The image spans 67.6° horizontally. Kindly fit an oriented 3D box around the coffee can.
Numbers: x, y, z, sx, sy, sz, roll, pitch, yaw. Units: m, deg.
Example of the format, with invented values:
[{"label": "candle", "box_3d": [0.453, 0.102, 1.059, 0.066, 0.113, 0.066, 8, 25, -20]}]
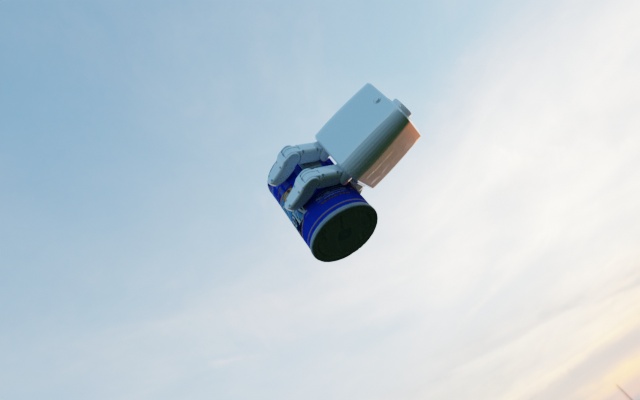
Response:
[{"label": "coffee can", "box_3d": [0.000, 0.002, 0.674, 0.103, 0.103, 0.140, 0, 39, -38]}]
